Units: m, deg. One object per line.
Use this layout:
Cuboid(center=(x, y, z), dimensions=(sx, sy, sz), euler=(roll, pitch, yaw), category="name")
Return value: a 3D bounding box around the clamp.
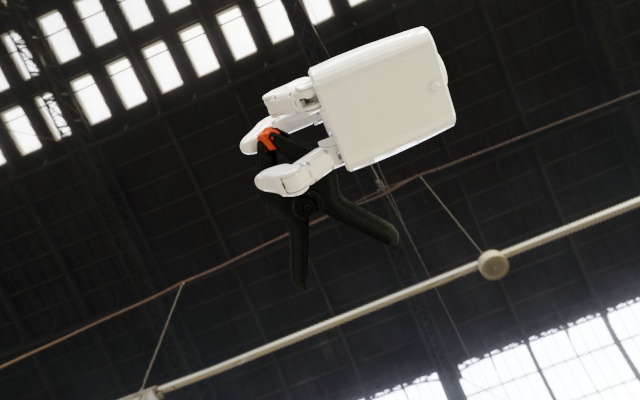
Cuboid(center=(0.000, 0.001, 0.469), dimensions=(0.120, 0.171, 0.039), euler=(-21, 22, 5), category="clamp")
